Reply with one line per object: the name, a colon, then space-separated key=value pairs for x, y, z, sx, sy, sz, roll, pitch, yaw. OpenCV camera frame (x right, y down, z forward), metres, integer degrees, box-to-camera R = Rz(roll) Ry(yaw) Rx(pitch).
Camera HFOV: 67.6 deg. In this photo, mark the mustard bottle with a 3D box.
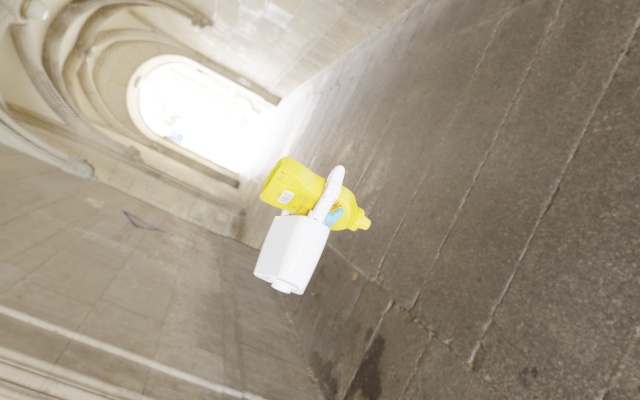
mustard bottle: x=0.000 y=0.002 z=0.807 sx=0.191 sy=0.058 sz=0.096 roll=27 pitch=-43 yaw=-14
